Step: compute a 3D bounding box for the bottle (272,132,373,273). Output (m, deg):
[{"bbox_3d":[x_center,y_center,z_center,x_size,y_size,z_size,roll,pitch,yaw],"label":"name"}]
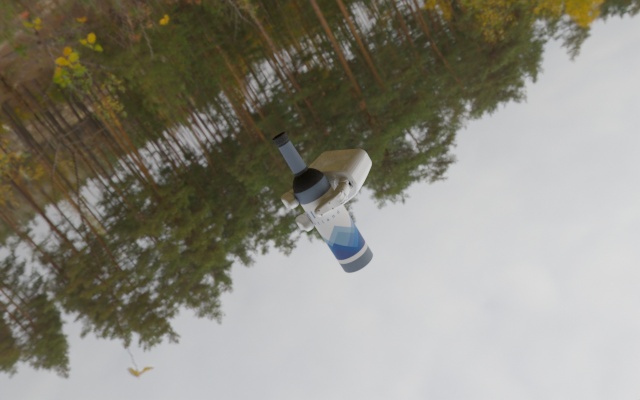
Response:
[{"bbox_3d":[0.000,0.003,0.893,0.069,0.296,0.069,-29,19,11],"label":"bottle"}]
